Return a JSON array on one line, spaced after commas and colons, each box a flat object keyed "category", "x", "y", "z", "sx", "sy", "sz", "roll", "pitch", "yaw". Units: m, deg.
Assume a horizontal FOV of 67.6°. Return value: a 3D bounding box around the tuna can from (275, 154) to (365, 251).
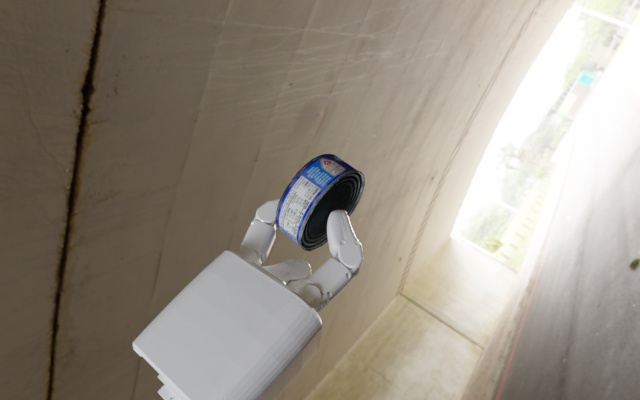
[{"category": "tuna can", "x": 0.000, "y": 0.001, "z": 0.429, "sx": 0.033, "sy": 0.086, "sz": 0.086, "roll": 37, "pitch": 16, "yaw": 23}]
